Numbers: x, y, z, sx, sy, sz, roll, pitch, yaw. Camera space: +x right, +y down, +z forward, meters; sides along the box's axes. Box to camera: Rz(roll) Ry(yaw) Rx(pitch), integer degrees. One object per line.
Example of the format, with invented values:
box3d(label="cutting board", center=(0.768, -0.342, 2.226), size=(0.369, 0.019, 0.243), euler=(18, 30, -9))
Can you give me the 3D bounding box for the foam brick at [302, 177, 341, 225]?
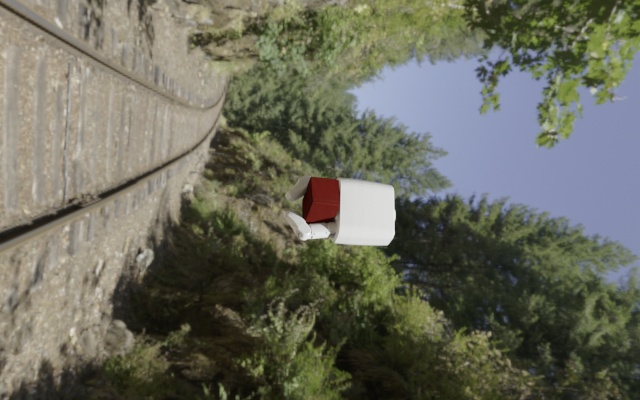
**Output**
box3d(label="foam brick", center=(0.000, 0.003, 0.832), size=(0.051, 0.053, 0.078), euler=(6, -34, -12))
